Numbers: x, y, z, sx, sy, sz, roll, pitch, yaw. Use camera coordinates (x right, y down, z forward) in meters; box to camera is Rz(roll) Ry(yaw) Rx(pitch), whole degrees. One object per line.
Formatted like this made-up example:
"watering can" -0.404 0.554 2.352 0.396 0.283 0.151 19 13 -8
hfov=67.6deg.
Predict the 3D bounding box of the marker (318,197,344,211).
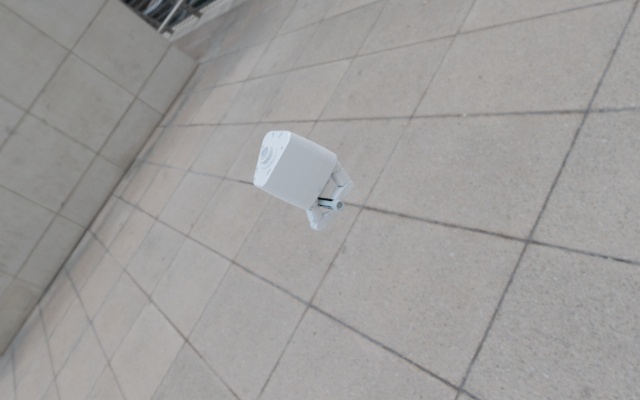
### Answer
"marker" 0.000 0.003 0.873 0.020 0.020 0.121 0 6 -34
